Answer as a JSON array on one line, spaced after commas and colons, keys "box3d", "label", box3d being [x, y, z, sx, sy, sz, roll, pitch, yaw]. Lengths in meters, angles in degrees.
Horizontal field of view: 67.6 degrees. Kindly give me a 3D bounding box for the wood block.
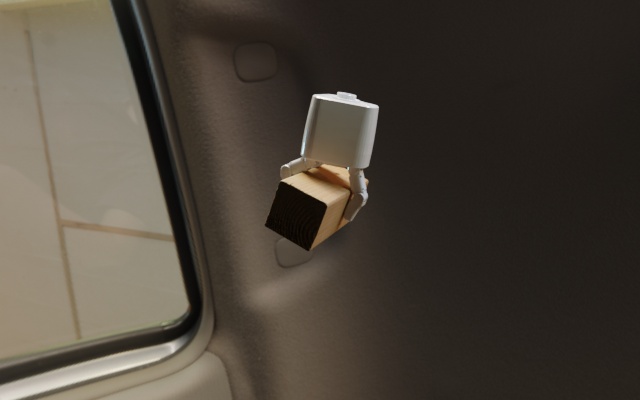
[{"box3d": [0.001, 0.003, 0.846, 0.091, 0.090, 0.206, 28, 22, 16], "label": "wood block"}]
